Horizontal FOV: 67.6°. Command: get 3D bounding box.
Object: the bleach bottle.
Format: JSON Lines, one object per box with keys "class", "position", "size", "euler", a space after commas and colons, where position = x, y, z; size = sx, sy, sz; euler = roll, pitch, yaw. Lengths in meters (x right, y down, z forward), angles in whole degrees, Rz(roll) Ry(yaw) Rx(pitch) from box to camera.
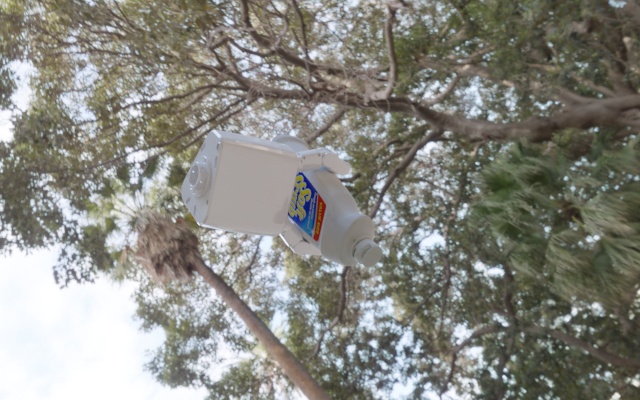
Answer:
{"class": "bleach bottle", "position": [0.000, 0.002, 0.643], "size": [0.068, 0.102, 0.250], "euler": [11, 20, -38]}
